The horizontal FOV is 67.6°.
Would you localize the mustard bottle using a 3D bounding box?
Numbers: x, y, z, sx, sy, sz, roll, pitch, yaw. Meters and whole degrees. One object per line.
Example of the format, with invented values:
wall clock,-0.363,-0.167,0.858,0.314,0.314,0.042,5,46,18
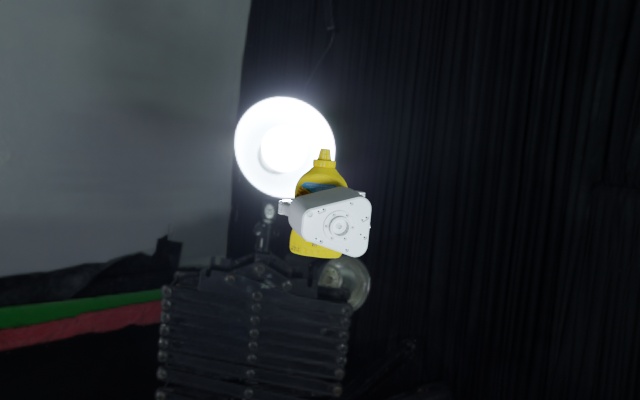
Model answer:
mustard bottle,0.000,0.003,0.855,0.096,0.191,0.058,6,7,10
